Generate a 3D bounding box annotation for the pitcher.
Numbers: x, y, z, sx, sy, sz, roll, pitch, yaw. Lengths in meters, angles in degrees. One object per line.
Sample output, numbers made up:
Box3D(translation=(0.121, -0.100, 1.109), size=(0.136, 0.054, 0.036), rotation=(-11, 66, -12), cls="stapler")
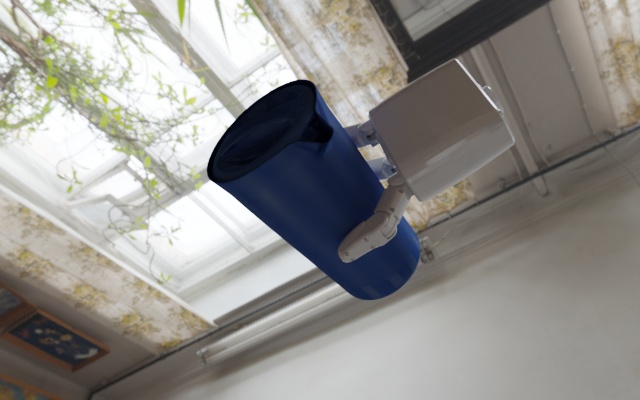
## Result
Box3D(translation=(0.000, 0.002, 0.519), size=(0.145, 0.243, 0.149), rotation=(-33, 34, 13), cls="pitcher")
